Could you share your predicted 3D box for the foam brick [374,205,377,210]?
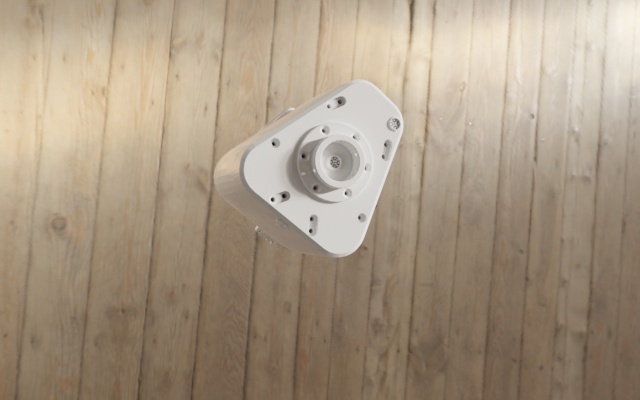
[{"bbox_3d":[0.000,0.002,0.428,0.078,0.053,0.051,40,-13,-15],"label":"foam brick"}]
